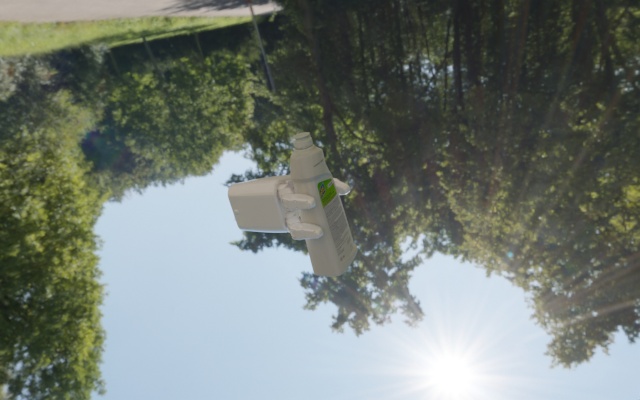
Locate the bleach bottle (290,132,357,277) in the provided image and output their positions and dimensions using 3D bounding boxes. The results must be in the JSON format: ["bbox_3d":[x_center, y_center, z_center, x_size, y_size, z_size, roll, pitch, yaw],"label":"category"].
[{"bbox_3d":[0.000,0.003,0.826,0.068,0.251,0.102,-2,26,26],"label":"bleach bottle"}]
